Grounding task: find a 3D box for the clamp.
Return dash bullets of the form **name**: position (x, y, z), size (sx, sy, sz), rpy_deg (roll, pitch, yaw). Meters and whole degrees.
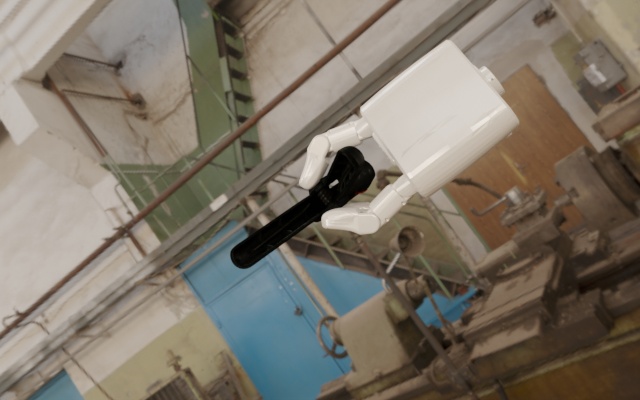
- **clamp**: position (0.000, 0.001, 0.508), size (0.164, 0.036, 0.210), rpy_deg (-39, -6, 17)
